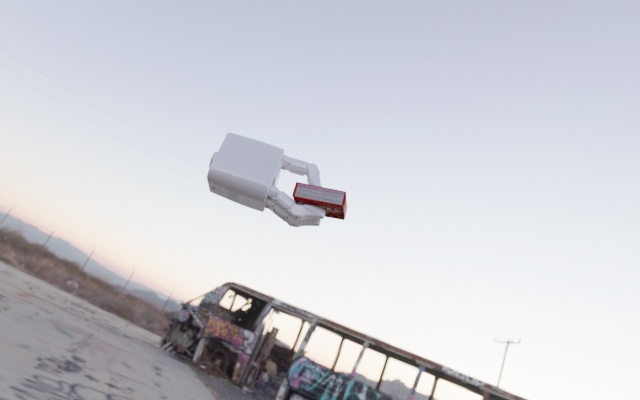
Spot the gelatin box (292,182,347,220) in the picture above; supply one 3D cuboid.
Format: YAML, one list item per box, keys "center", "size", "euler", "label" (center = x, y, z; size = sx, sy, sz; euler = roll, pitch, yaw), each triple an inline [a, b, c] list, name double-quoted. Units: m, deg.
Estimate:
- center: [0.001, 0.002, 0.822]
  size: [0.089, 0.030, 0.073]
  euler: [10, -20, 8]
  label: "gelatin box"
